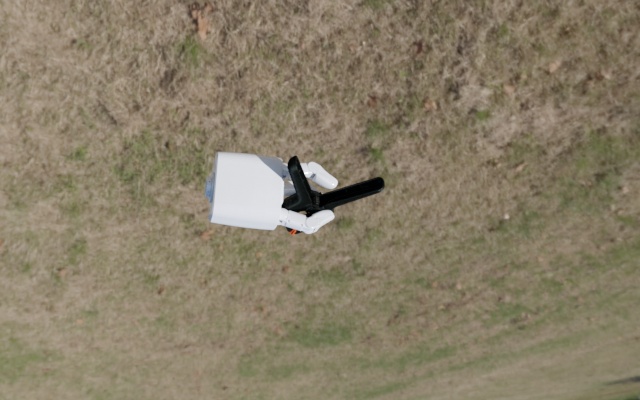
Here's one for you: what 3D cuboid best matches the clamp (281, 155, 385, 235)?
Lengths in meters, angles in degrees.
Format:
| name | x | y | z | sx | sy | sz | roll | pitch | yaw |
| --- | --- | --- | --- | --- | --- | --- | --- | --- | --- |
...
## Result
| name | x | y | z | sx | sy | sz | roll | pitch | yaw |
| --- | --- | --- | --- | --- | --- | --- | --- | --- | --- |
| clamp | 0.000 | 0.004 | 0.807 | 0.164 | 0.036 | 0.210 | 10 | -33 | -16 |
